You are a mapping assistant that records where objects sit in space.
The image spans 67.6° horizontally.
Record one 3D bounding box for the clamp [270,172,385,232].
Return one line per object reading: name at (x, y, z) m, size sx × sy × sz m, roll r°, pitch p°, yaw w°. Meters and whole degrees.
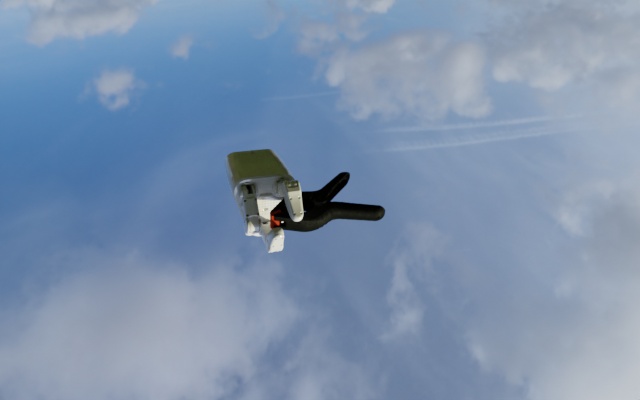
clamp at (0.000, 0.003, 0.734) m, size 0.171 × 0.039 × 0.120 m, roll -8°, pitch 32°, yaw -17°
